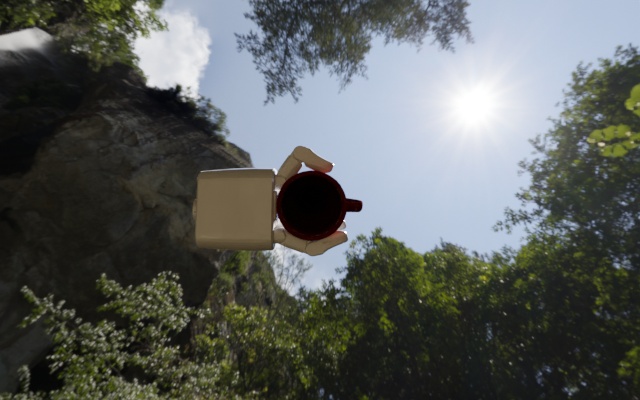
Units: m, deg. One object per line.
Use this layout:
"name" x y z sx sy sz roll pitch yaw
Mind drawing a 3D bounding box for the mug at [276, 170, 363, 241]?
"mug" 0.002 0.002 0.662 0.117 0.093 0.081 1 8 -1
